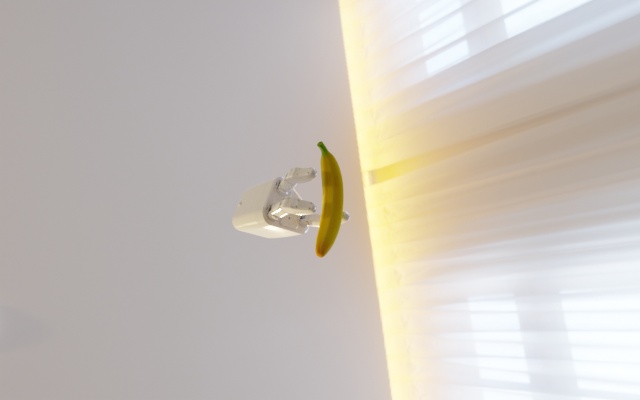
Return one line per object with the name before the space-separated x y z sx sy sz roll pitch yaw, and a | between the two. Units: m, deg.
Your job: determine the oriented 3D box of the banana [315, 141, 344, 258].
banana | 0.013 0.002 0.829 0.037 0.197 0.069 -11 -15 41
